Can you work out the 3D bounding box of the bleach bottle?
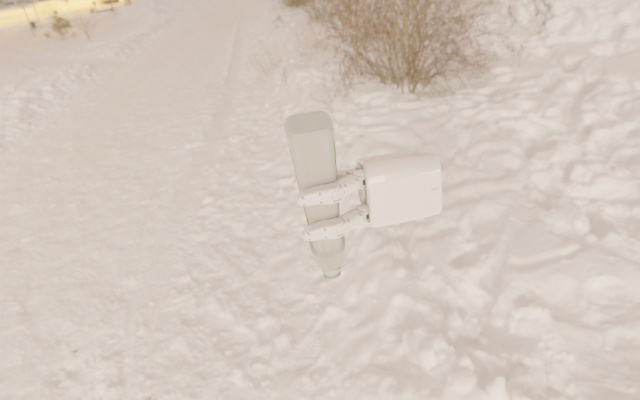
[{"bbox_3d":[0.000,0.002,0.710,0.068,0.251,0.102,-10,27,-1],"label":"bleach bottle"}]
